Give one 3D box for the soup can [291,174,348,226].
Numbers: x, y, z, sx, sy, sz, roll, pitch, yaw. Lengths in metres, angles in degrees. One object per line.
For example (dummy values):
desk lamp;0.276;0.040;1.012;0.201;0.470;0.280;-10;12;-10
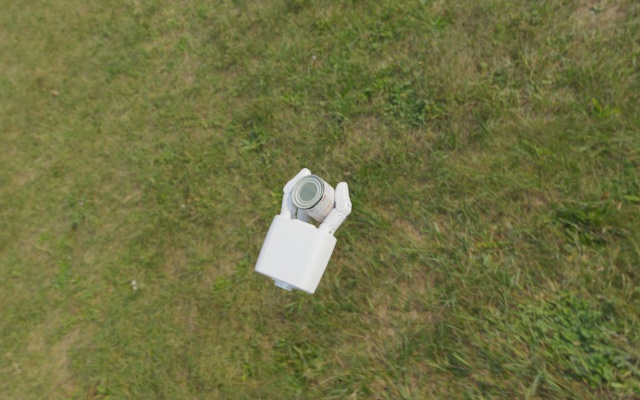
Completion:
soup can;0.000;0.002;0.869;0.068;0.068;0.102;0;-21;30
